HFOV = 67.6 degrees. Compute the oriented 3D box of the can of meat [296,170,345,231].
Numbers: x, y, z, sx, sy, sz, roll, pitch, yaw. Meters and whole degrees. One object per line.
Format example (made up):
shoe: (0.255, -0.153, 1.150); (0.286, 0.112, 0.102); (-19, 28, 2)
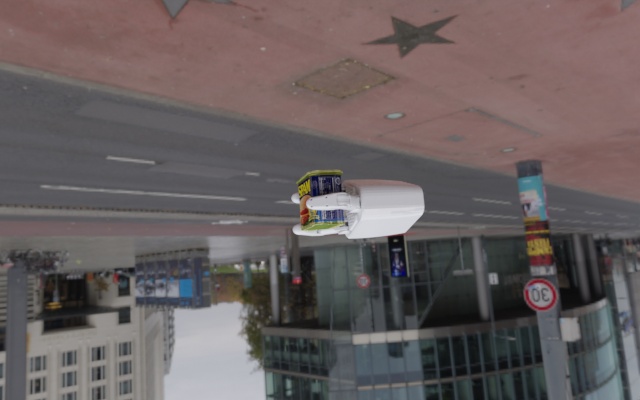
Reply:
can of meat: (0.000, 0.003, 0.762); (0.057, 0.084, 0.102); (-2, -8, -18)
